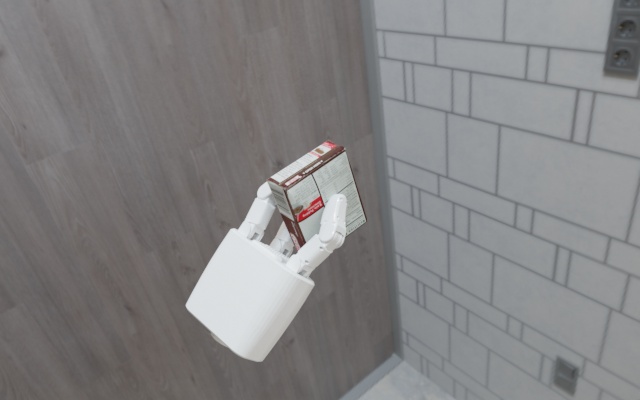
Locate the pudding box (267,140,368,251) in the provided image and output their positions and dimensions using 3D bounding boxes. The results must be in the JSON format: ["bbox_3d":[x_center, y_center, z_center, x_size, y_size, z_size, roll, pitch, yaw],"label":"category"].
[{"bbox_3d":[0.000,0.002,0.550,0.090,0.114,0.039,-36,40,-21],"label":"pudding box"}]
